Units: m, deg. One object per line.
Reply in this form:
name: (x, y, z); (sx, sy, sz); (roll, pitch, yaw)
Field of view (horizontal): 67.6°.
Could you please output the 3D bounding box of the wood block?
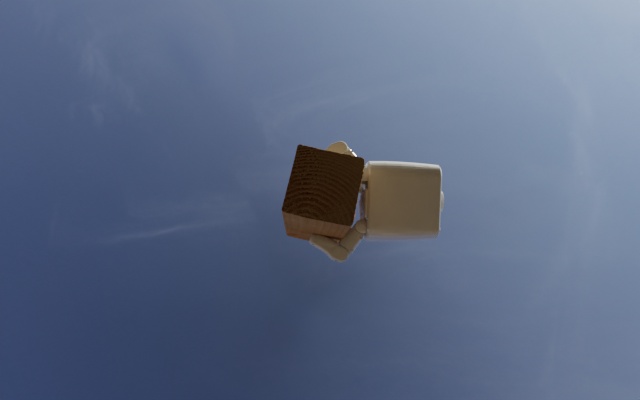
wood block: (0.000, 0.003, 0.684); (0.090, 0.090, 0.206); (12, -13, 0)
